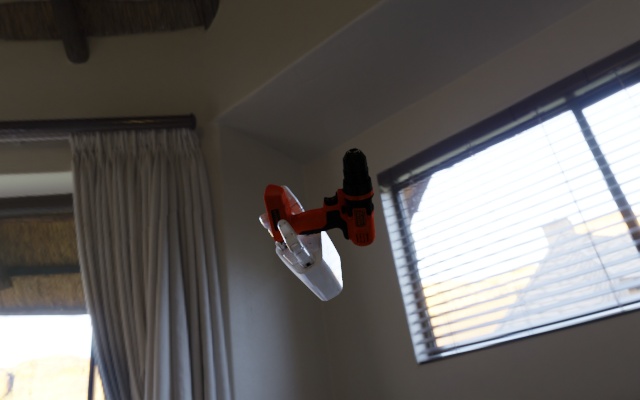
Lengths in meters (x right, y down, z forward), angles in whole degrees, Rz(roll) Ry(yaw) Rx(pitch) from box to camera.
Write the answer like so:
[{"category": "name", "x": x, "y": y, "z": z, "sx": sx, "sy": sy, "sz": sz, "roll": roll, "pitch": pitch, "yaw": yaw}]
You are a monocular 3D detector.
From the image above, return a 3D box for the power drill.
[{"category": "power drill", "x": 0.000, "y": 0.003, "z": 0.837, "sx": 0.187, "sy": 0.184, "sz": 0.057, "roll": -4, "pitch": 26, "yaw": 9}]
